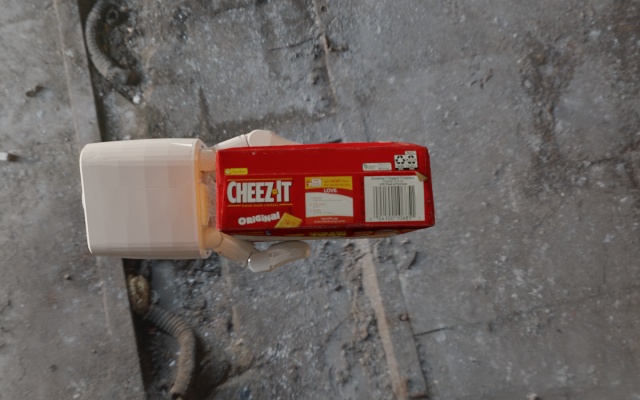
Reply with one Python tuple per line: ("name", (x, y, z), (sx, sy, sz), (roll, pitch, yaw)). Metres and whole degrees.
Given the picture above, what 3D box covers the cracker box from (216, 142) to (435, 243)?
("cracker box", (0.000, 0.002, 0.458), (0.164, 0.072, 0.214), (-2, -6, -2))
